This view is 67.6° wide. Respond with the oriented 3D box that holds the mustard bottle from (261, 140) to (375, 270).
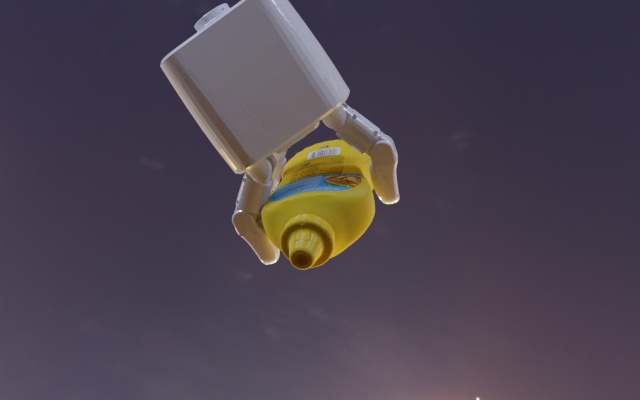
[{"bbox_3d":[0.000,0.002,0.420,0.096,0.058,0.191,-8,23,12],"label":"mustard bottle"}]
